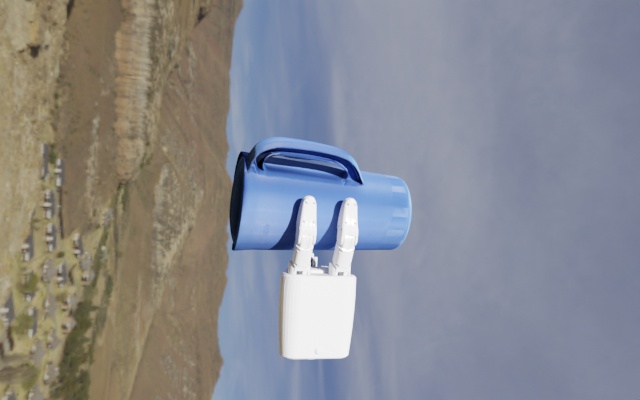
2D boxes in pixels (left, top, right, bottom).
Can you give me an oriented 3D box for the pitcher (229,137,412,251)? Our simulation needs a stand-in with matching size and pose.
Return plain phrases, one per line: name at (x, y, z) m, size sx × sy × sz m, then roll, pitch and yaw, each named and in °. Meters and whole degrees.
pitcher at (0.000, 0.002, 0.658) m, size 0.243 × 0.145 × 0.149 m, roll 4°, pitch -3°, yaw -16°
